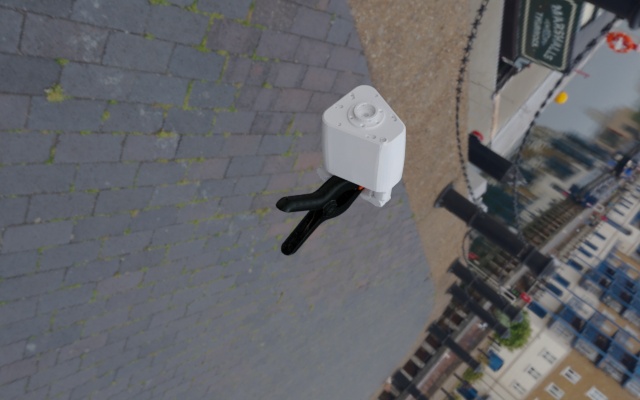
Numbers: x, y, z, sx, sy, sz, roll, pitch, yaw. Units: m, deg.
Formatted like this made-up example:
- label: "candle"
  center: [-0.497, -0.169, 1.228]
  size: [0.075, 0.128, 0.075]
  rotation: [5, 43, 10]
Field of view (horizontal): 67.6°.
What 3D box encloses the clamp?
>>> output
- label: "clamp"
  center: [0.001, 0.003, 0.722]
  size: [0.039, 0.171, 0.120]
  rotation: [41, -21, 24]
